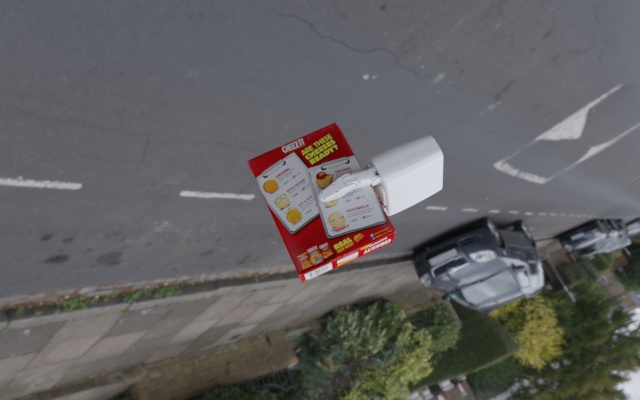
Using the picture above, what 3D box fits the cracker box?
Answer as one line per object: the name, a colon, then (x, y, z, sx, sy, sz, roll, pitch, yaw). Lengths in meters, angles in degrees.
cracker box: (0.000, 0.003, 0.776, 0.164, 0.213, 0.072, -24, -21, -6)
